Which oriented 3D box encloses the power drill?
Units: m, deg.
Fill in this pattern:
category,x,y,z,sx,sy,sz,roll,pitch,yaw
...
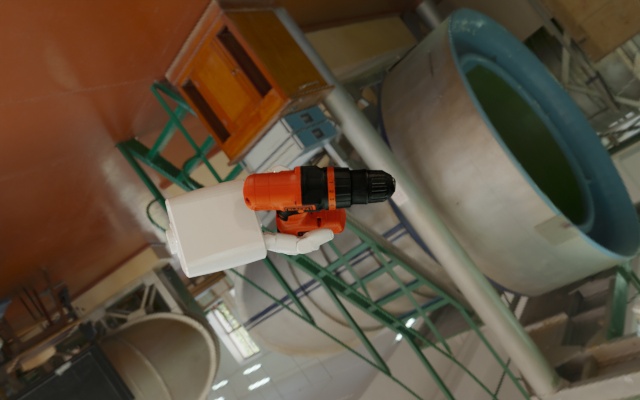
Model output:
category,x,y,z,sx,sy,sz,roll,pitch,yaw
power drill,0.000,0.002,0.645,0.184,0.057,0.188,-1,-16,1
